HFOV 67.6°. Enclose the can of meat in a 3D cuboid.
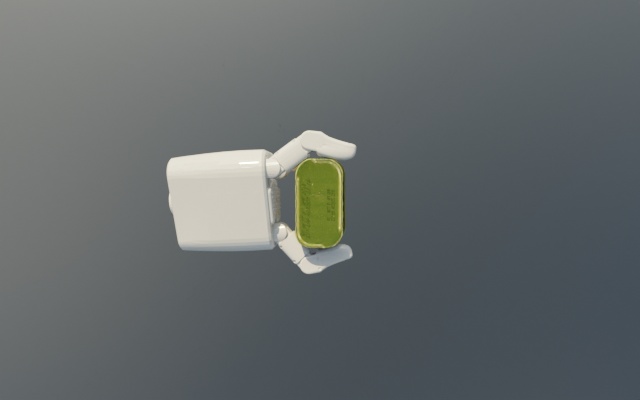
[{"bbox_3d":[0.000,0.002,0.545,0.057,0.102,0.084,0,2,3],"label":"can of meat"}]
